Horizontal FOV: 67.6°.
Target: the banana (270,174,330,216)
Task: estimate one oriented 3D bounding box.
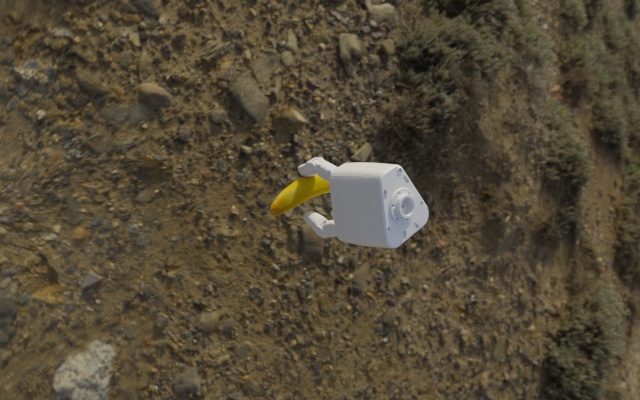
[{"bbox_3d":[0.003,-0.016,0.795,0.198,0.069,0.037,-5,10,-38],"label":"banana"}]
